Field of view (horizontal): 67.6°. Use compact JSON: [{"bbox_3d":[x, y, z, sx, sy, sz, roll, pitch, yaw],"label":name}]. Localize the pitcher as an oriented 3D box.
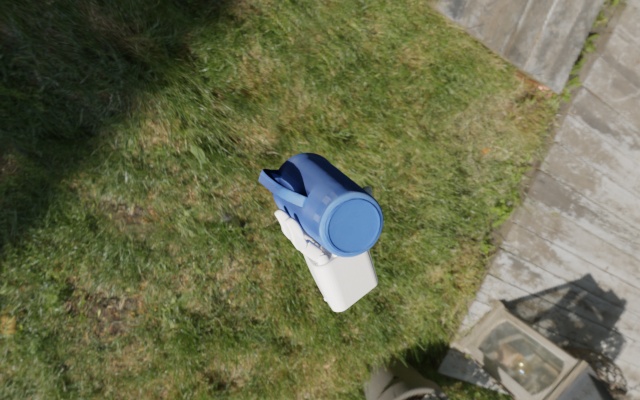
[{"bbox_3d":[0.000,0.003,0.825,0.149,0.145,0.242,-27,24,-11],"label":"pitcher"}]
